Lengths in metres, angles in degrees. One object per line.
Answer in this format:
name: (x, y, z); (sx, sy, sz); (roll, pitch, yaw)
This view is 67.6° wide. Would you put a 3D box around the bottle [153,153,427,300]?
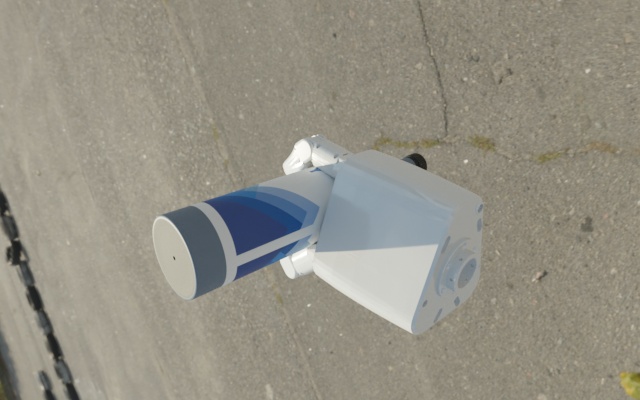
bottle: (0.000, 0.001, 0.440); (0.295, 0.069, 0.069); (-21, 13, -38)
